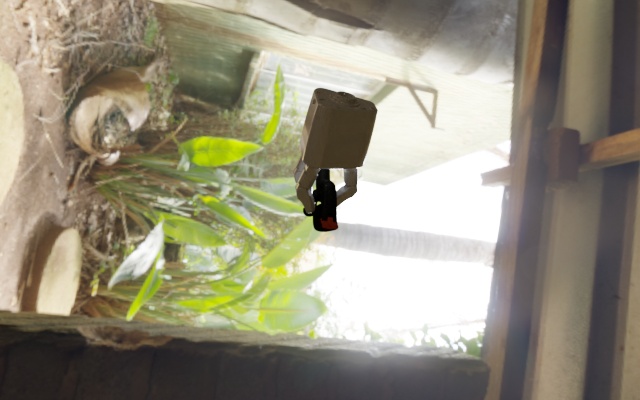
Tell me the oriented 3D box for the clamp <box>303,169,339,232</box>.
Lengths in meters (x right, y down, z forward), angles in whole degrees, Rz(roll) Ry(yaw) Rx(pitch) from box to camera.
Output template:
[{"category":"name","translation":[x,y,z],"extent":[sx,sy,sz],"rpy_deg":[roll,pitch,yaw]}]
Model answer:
[{"category":"clamp","translation":[0.001,0.003,0.875],"extent":[0.036,0.165,0.209],"rpy_deg":[6,32,-12]}]
